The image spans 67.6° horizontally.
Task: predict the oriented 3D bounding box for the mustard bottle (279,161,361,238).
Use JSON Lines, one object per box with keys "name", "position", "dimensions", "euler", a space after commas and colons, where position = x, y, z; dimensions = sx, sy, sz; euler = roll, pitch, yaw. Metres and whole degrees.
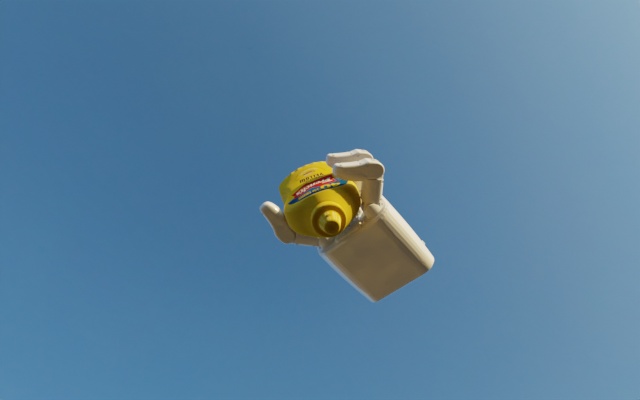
{"name": "mustard bottle", "position": [0.000, 0.002, 0.607], "dimensions": [0.096, 0.058, 0.191], "euler": [-19, 19, -2]}
